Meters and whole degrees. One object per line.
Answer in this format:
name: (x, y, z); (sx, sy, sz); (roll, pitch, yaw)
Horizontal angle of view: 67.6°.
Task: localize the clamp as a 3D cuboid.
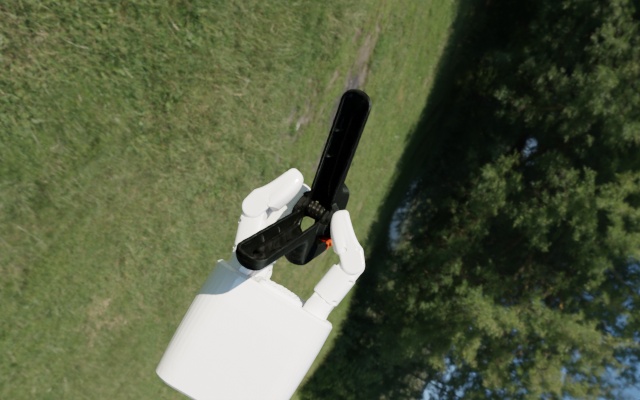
clamp: (0.001, 0.002, 0.442); (0.036, 0.164, 0.210); (31, -8, 13)
